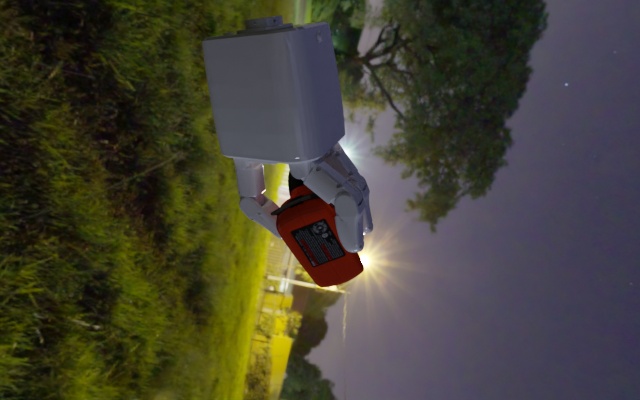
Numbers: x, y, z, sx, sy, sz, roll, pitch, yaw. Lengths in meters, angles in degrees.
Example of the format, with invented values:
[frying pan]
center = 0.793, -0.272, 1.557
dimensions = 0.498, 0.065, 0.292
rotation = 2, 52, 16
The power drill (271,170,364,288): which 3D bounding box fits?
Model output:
[power drill]
center = 0.000, 0.002, 0.525
dimensions = 0.057, 0.184, 0.187
rotation = -25, 35, 11
